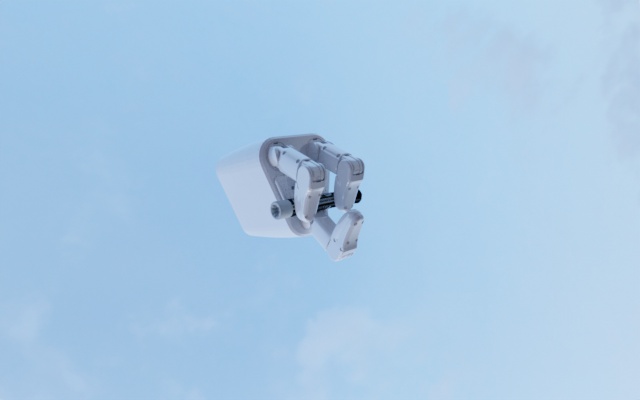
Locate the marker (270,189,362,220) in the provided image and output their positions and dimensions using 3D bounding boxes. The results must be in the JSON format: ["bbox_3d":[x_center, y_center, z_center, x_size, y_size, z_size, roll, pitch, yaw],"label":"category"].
[{"bbox_3d":[0.000,0.002,0.512,0.121,0.020,0.020,-11,7,-41],"label":"marker"}]
